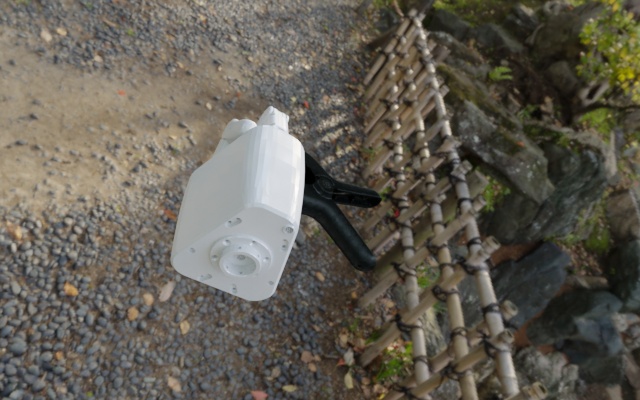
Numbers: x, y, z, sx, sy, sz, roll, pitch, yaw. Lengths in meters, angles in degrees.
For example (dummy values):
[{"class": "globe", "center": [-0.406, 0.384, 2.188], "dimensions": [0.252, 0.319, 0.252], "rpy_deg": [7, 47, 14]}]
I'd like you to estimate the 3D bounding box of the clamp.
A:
[{"class": "clamp", "center": [0.000, 0.001, 0.506], "dimensions": [0.171, 0.120, 0.039], "rpy_deg": [27, -56, -22]}]
